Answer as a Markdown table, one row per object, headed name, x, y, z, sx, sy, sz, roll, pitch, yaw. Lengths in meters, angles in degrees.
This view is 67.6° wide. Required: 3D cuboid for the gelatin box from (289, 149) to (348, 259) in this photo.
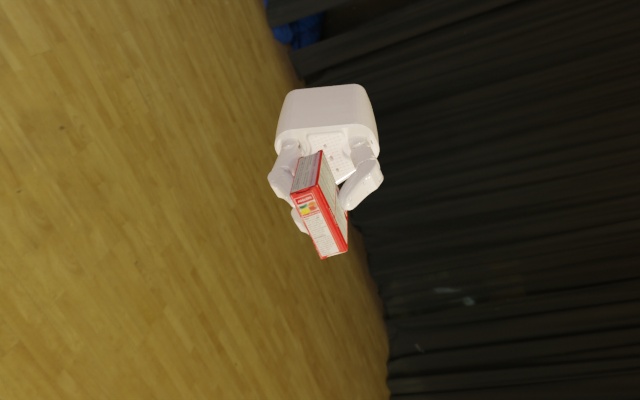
| name | x | y | z | sx | sy | sz | roll | pitch | yaw |
| --- | --- | --- | --- | --- | --- | --- | --- | --- | --- |
| gelatin box | 0.000 | 0.002 | 0.463 | 0.030 | 0.073 | 0.089 | -19 | 25 | 12 |
